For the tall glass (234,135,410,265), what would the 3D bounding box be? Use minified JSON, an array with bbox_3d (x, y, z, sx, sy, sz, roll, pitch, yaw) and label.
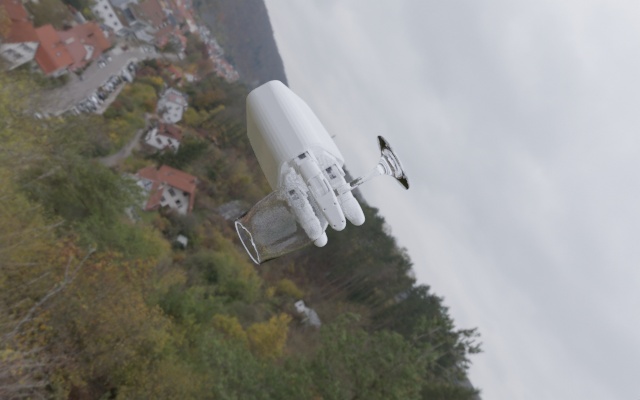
[{"bbox_3d":[0.001,0.002,0.569,0.201,0.079,0.079,-29,1,-2],"label":"tall glass"}]
